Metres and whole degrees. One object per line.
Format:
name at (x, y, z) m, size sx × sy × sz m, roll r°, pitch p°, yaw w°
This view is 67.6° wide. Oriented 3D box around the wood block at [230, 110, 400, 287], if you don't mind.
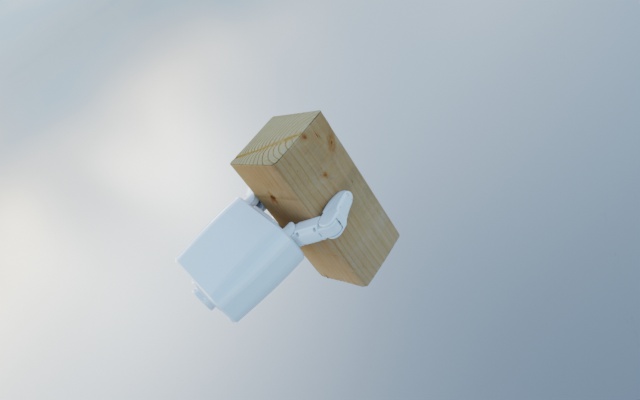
wood block at (0.000, 0.002, 0.585) m, size 0.091 × 0.090 × 0.206 m, roll 5°, pitch -40°, yaw 48°
